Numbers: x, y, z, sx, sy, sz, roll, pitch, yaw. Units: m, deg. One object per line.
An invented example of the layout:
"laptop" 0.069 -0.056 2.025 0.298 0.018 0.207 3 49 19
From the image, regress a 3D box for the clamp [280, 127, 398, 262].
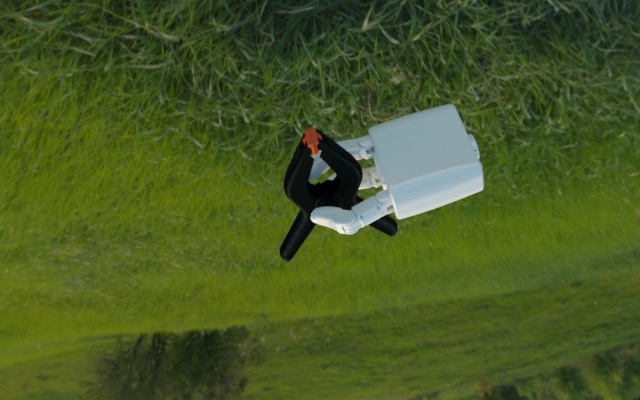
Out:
"clamp" 0.000 0.002 0.593 0.164 0.036 0.210 -19 -43 6
